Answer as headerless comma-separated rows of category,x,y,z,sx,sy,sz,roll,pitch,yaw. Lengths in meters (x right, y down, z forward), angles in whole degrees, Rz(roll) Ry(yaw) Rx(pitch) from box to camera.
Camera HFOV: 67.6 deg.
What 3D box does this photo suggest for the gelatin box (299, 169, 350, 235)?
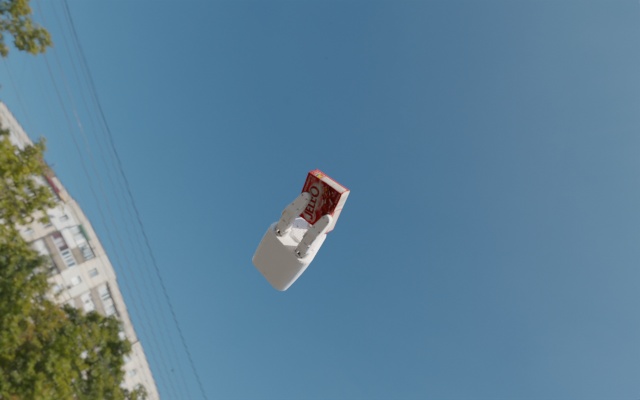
gelatin box,0.001,0.002,0.824,0.073,0.089,0.030,35,32,21
